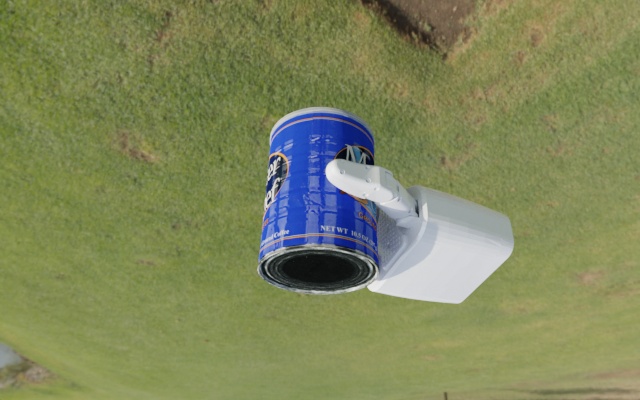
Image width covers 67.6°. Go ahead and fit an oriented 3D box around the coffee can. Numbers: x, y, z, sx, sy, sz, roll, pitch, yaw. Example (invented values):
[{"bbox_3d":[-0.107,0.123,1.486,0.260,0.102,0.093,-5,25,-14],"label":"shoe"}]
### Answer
[{"bbox_3d":[0.000,0.001,0.435,0.103,0.140,0.103,1,-31,1],"label":"coffee can"}]
